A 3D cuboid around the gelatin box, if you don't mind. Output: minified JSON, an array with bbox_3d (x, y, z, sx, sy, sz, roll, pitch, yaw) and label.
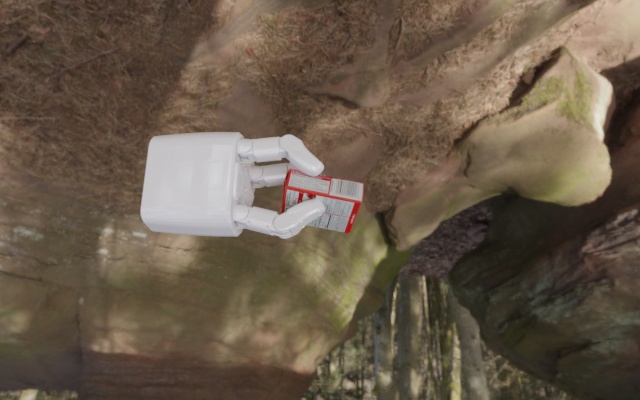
[{"bbox_3d":[0.000,0.002,0.556,0.089,0.030,0.073,11,-34,-1],"label":"gelatin box"}]
